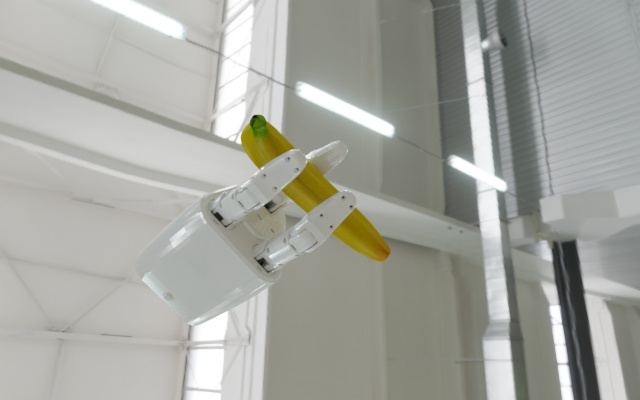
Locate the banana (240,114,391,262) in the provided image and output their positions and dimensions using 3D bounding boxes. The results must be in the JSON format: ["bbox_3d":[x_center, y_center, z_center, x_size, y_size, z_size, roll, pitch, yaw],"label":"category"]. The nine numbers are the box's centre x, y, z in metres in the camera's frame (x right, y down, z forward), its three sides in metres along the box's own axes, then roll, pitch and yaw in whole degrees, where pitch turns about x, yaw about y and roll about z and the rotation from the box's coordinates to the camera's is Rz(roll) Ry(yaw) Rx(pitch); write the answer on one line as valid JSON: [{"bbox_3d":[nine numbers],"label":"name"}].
[{"bbox_3d":[-0.009,-0.009,0.427,0.198,0.037,0.069,43,3,-34],"label":"banana"}]
